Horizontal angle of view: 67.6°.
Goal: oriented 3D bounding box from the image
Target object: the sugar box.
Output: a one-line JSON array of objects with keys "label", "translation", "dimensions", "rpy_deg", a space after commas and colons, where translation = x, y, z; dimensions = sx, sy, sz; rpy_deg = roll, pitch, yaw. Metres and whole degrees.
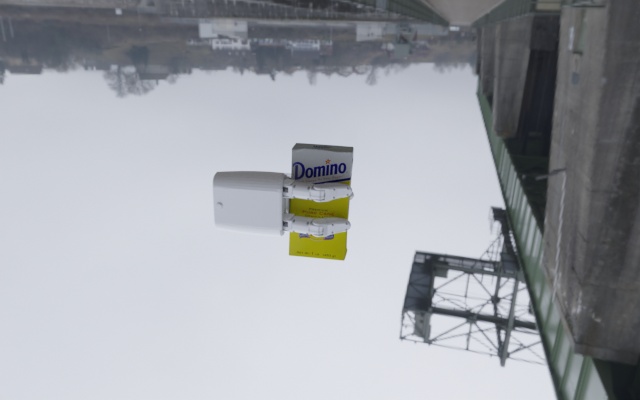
[{"label": "sugar box", "translation": [0.000, 0.003, 0.743], "dimensions": [0.093, 0.176, 0.048], "rpy_deg": [4, 20, 6]}]
